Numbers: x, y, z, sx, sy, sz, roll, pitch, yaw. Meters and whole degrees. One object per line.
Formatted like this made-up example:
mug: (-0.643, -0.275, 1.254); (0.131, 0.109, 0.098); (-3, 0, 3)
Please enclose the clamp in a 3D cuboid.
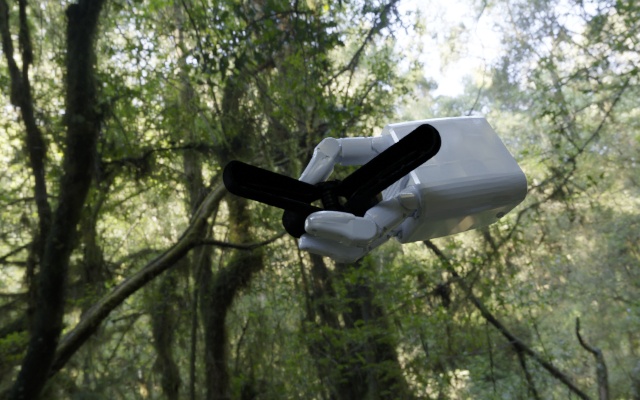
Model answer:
clamp: (0.000, 0.001, 0.433); (0.164, 0.036, 0.210); (-8, -21, -10)
